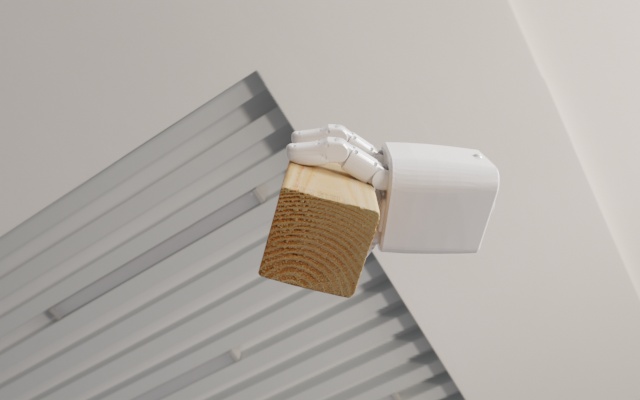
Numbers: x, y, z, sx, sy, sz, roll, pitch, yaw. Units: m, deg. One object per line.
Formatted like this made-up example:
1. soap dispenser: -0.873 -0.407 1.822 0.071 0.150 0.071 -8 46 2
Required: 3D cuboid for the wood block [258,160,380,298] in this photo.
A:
1. wood block: 0.000 0.002 0.507 0.090 0.091 0.206 15 21 -4
